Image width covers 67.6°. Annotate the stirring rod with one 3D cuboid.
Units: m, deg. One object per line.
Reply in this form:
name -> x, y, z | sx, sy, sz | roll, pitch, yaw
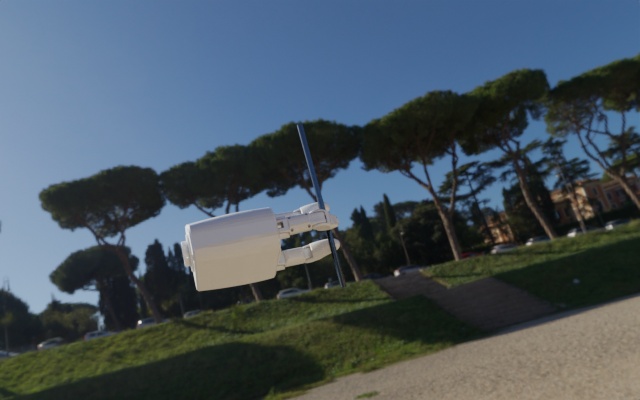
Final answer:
stirring rod -> 0.000, 0.002, 0.661 | 0.011, 0.239, 0.011 | -14, -15, -4
